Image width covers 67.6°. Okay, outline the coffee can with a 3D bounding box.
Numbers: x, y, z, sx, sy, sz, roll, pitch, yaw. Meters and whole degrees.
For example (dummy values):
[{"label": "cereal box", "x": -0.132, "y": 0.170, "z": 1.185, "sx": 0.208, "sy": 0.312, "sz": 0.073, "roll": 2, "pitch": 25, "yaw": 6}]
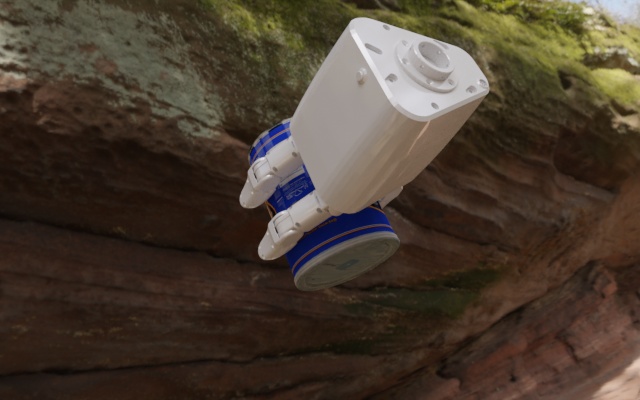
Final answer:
[{"label": "coffee can", "x": 0.000, "y": 0.002, "z": 0.462, "sx": 0.103, "sy": 0.140, "sz": 0.103, "roll": -20, "pitch": -24, "yaw": -9}]
